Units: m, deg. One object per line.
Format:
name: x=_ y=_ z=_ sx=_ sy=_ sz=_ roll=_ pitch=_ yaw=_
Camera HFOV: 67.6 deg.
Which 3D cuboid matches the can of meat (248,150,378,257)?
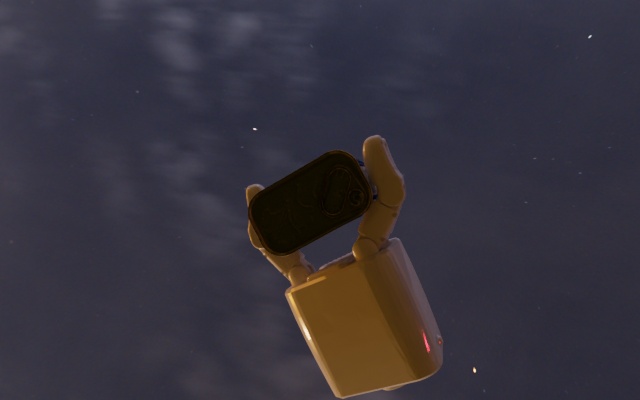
can of meat: x=0.000 y=0.001 z=0.419 sx=0.102 sy=0.057 sz=0.084 roll=-30 pitch=-5 yaw=14
